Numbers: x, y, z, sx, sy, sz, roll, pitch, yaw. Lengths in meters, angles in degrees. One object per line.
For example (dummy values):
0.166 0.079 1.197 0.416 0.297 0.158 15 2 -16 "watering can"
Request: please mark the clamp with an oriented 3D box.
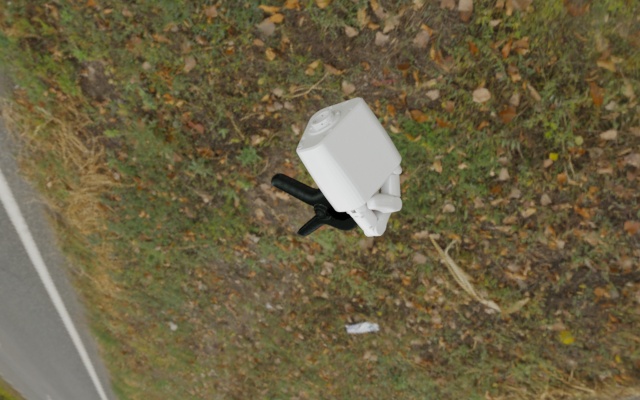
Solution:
0.000 0.003 0.726 0.171 0.120 0.039 -9 37 42 "clamp"
